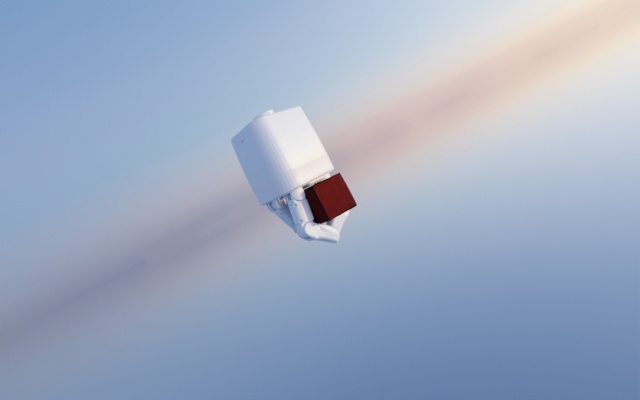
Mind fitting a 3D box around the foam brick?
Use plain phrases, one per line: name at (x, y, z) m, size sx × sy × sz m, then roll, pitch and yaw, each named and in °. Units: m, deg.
foam brick at (0.000, 0.002, 0.659) m, size 0.053 × 0.051 × 0.078 m, roll -28°, pitch 3°, yaw -35°
